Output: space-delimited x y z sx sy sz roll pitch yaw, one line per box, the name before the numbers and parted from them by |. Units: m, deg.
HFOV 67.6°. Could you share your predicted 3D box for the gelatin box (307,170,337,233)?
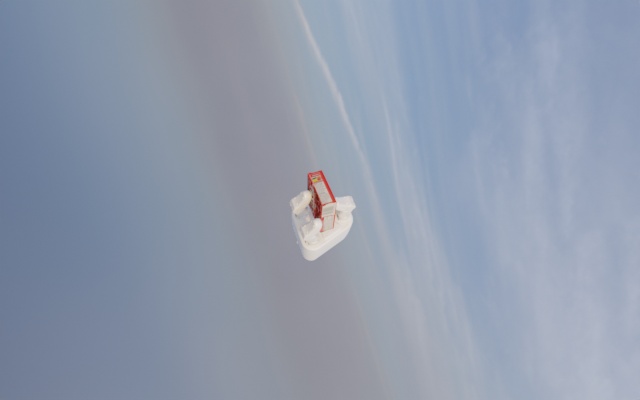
gelatin box | 0.001 0.002 0.840 0.030 0.073 0.089 -15 -32 -13
